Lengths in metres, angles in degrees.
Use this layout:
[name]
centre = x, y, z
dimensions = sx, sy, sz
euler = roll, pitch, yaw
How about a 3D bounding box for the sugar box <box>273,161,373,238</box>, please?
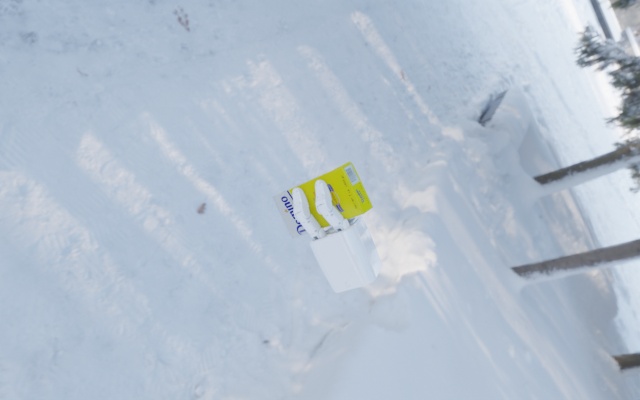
[sugar box]
centre = 0.000, 0.003, 0.880
dimensions = 0.176, 0.093, 0.048
euler = -23, 4, 35
